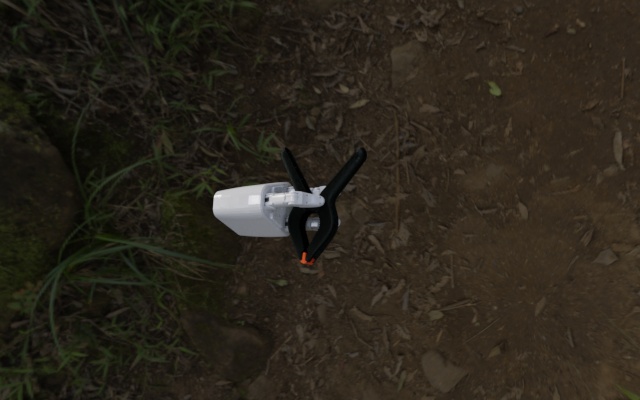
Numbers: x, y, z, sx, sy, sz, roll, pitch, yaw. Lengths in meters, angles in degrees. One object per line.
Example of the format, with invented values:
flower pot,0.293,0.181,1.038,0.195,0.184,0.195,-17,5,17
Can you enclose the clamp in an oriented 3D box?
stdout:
clamp,0.000,0.003,0.809,0.164,0.210,0.036,-4,-13,29
